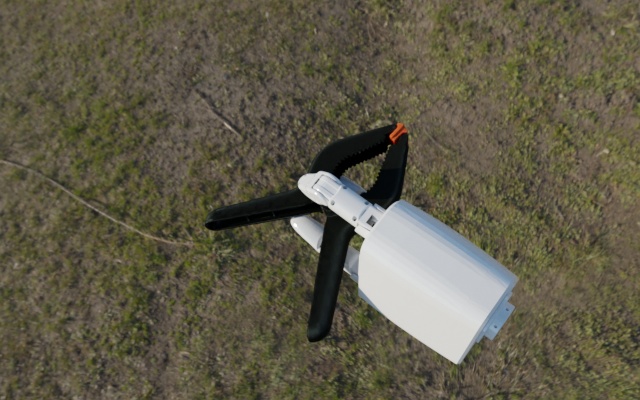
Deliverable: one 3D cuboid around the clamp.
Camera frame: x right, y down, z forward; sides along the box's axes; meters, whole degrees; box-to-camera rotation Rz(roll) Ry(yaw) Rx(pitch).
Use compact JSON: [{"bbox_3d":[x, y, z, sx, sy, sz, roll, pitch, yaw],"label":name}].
[{"bbox_3d":[0.000,0.001,0.453,0.164,0.210,0.036,35,-10,21],"label":"clamp"}]
